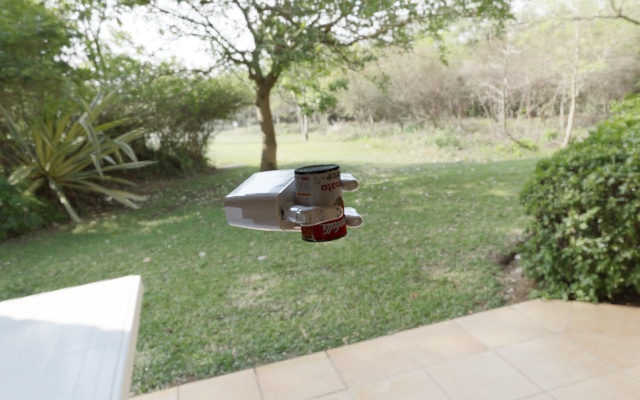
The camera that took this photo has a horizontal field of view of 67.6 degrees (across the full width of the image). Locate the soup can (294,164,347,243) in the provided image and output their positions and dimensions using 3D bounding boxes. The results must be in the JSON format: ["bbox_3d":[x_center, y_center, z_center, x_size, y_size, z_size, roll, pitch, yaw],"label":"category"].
[{"bbox_3d":[0.000,0.002,0.690,0.068,0.102,0.068,-6,12,1],"label":"soup can"}]
